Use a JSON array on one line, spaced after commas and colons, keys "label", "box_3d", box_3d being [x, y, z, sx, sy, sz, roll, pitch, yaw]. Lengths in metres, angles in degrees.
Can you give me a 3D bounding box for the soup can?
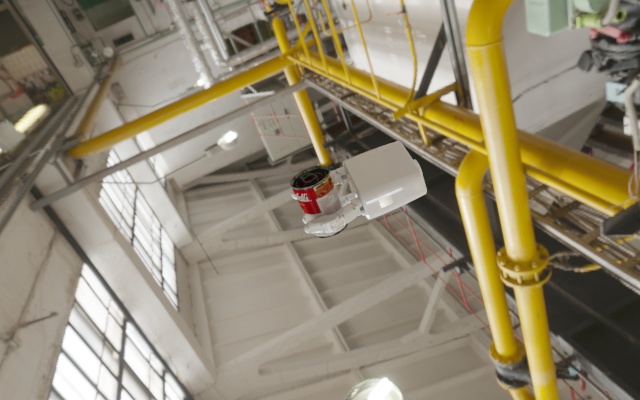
[{"label": "soup can", "box_3d": [0.000, 0.003, 0.790, 0.068, 0.102, 0.068, -17, 29, 10]}]
